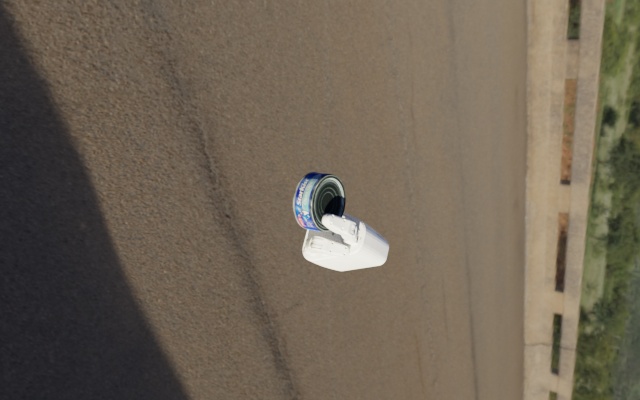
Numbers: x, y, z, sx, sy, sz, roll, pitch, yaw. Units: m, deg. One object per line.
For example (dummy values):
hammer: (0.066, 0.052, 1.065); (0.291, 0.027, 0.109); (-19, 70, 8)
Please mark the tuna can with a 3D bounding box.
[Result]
tuna can: (0.001, 0.002, 0.695); (0.034, 0.086, 0.086); (8, 5, 38)
